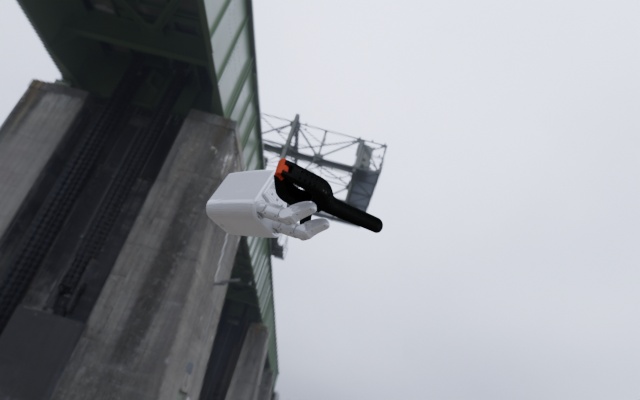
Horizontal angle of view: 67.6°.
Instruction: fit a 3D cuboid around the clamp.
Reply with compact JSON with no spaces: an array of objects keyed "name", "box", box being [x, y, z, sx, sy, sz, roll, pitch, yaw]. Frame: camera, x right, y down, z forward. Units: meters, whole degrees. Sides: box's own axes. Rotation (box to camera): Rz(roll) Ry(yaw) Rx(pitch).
[{"name":"clamp","box":[0.000,0.002,0.774,0.164,0.036,0.210,-1,-32,27]}]
